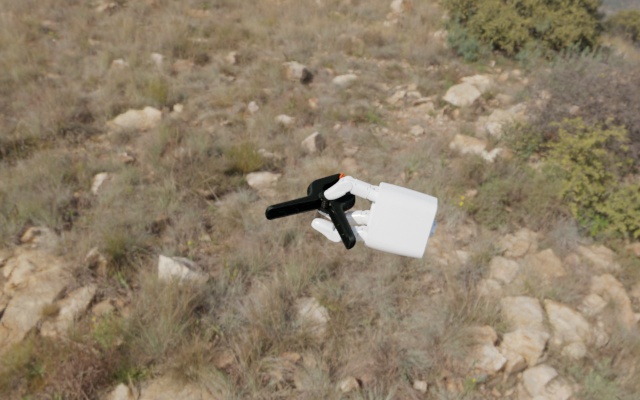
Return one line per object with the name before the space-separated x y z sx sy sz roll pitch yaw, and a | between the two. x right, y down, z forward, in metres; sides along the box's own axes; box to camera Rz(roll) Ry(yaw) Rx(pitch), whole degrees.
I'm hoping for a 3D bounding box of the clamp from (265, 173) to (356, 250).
clamp | 0.001 0.002 0.883 0.164 0.036 0.210 17 33 4
